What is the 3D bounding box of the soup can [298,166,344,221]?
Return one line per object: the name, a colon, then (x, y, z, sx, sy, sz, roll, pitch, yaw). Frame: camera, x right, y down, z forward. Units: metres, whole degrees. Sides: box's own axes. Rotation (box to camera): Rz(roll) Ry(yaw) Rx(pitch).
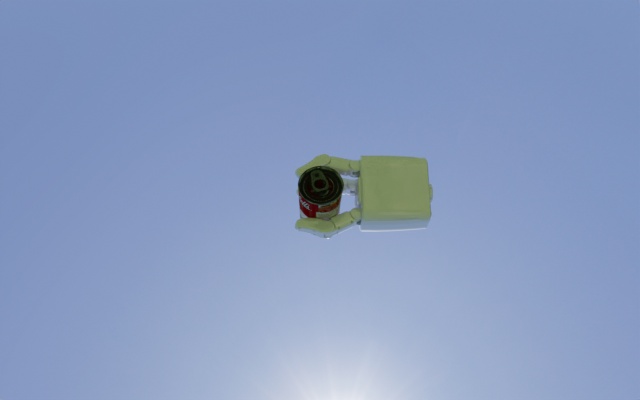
soup can: (0.000, 0.003, 0.743, 0.068, 0.068, 0.102, 0, -31, -1)
